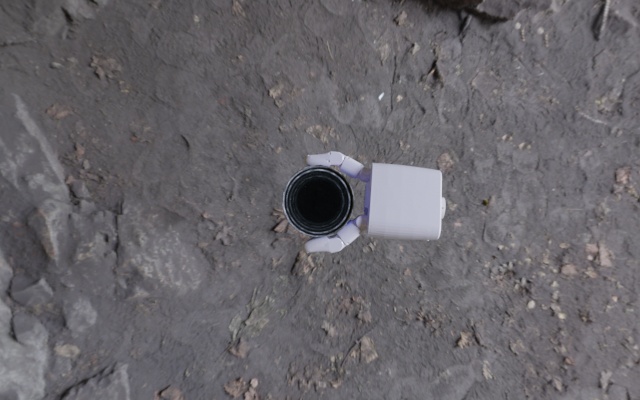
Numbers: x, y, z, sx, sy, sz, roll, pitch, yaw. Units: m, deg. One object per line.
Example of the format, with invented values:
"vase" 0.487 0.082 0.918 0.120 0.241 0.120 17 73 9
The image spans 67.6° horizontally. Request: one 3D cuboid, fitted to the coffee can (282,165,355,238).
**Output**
"coffee can" 0.000 0.002 0.737 0.103 0.103 0.140 0 -1 3
